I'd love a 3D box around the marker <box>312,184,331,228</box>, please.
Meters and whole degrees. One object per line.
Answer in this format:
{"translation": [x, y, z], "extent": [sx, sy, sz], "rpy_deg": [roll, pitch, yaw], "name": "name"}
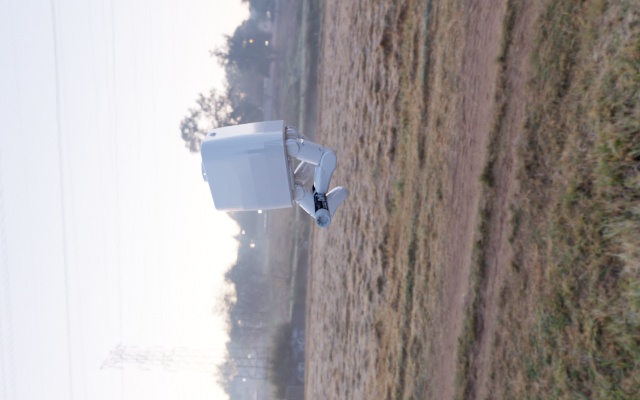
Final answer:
{"translation": [0.000, 0.002, 0.616], "extent": [0.020, 0.020, 0.121], "rpy_deg": [0, 21, -3], "name": "marker"}
